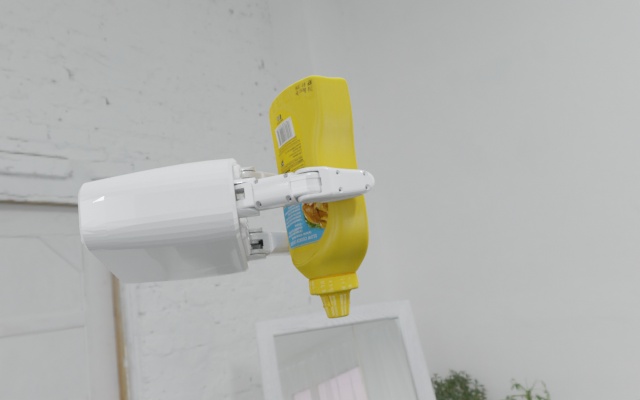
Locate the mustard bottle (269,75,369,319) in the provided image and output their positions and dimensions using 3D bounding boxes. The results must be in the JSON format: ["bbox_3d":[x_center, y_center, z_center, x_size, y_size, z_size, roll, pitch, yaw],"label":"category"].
[{"bbox_3d":[0.000,0.001,0.403,0.058,0.191,0.096,-3,-11,-30],"label":"mustard bottle"}]
